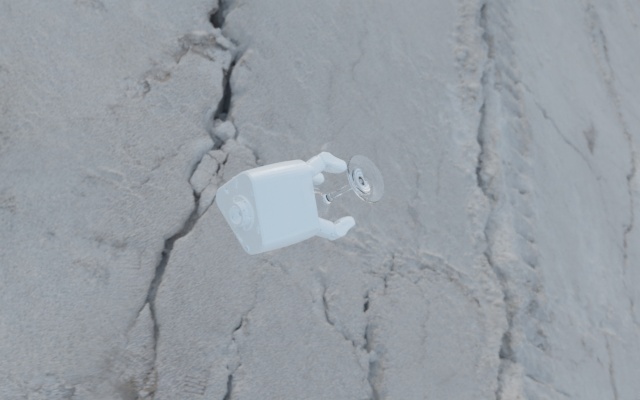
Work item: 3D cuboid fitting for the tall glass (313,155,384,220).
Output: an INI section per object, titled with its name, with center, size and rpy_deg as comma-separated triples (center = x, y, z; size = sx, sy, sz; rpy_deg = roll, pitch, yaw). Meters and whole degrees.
[tall glass]
center = 0.001, 0.002, 0.747
size = 0.079, 0.079, 0.201
rpy_deg = 0, -20, -44
